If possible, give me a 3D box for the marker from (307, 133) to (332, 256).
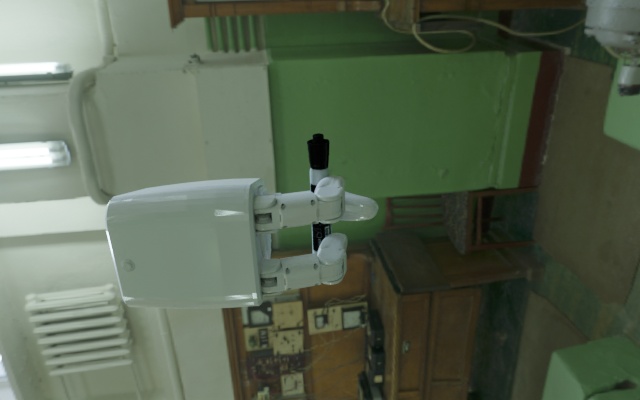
[{"bbox_3d":[0.000,0.001,0.417,0.020,0.121,0.020,-2,23,1],"label":"marker"}]
